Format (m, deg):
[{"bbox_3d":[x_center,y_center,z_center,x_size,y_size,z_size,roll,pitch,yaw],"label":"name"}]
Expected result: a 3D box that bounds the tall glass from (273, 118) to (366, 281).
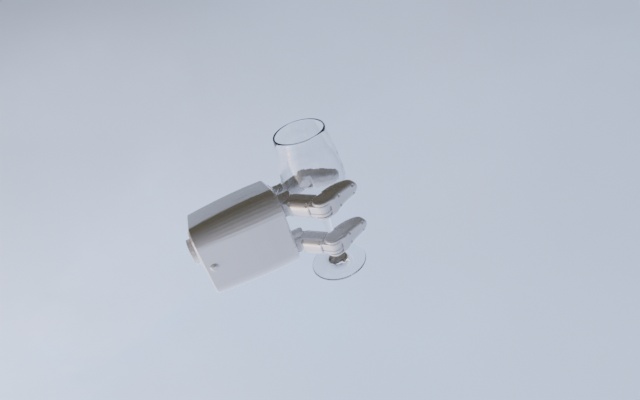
[{"bbox_3d":[0.000,0.002,0.592,0.079,0.201,0.079,-12,33,8],"label":"tall glass"}]
